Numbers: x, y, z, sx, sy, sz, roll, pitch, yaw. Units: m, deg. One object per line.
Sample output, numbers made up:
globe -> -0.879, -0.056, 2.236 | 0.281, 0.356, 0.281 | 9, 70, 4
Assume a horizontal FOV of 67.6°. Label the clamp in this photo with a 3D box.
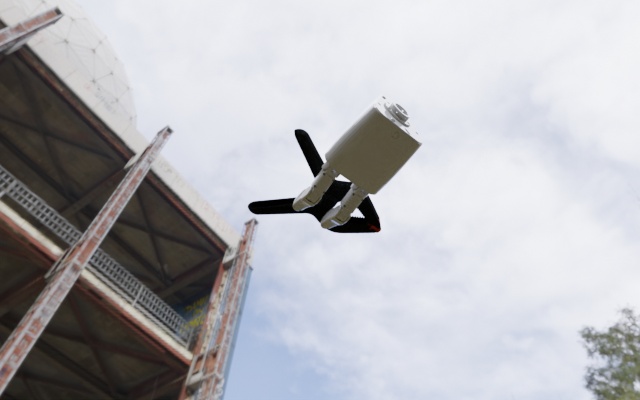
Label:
clamp -> 0.001, 0.002, 0.755 | 0.210, 0.165, 0.036 | 33, 29, -19
